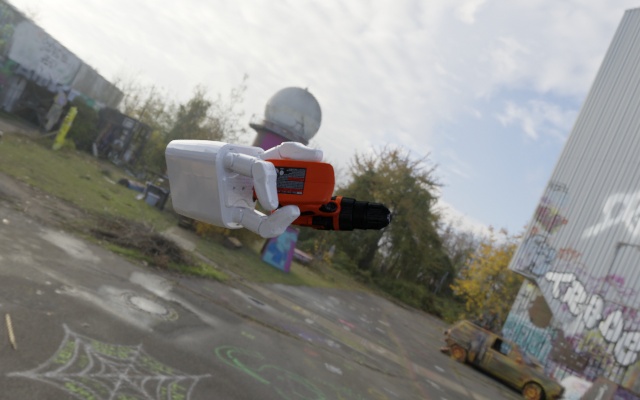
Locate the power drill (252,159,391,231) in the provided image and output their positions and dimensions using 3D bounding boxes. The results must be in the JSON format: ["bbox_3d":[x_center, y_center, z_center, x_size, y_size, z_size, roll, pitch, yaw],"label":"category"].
[{"bbox_3d":[0.000,0.002,0.661,0.184,0.057,0.188,2,-16,14],"label":"power drill"}]
